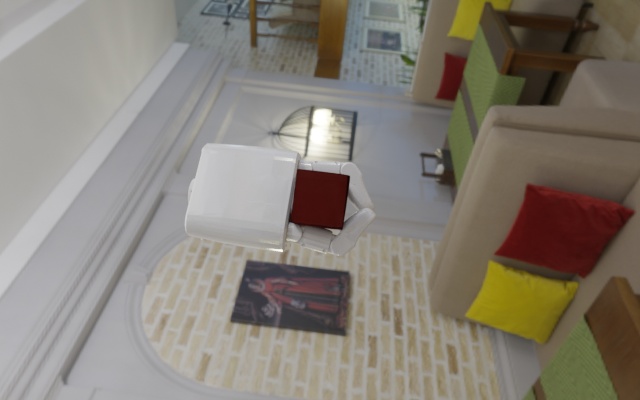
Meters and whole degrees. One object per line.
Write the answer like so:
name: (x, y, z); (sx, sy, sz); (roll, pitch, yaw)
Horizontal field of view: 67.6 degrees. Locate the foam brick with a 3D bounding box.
foam brick: (0.000, 0.001, 0.482); (0.051, 0.053, 0.078); (8, -5, 2)
